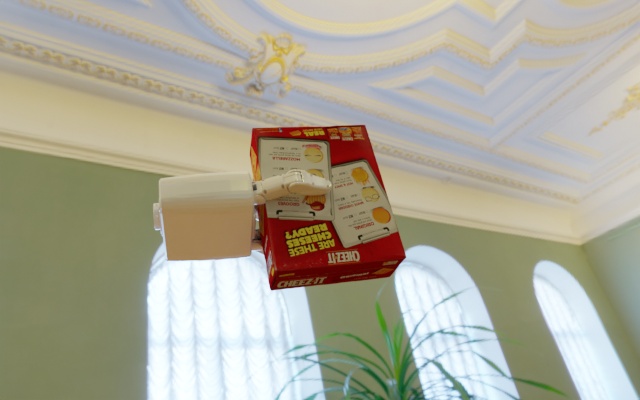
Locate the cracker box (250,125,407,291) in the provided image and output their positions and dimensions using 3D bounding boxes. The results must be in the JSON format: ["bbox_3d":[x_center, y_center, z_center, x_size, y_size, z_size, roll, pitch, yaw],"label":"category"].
[{"bbox_3d":[0.000,0.002,0.632,0.164,0.213,0.072,-4,-31,-15],"label":"cracker box"}]
